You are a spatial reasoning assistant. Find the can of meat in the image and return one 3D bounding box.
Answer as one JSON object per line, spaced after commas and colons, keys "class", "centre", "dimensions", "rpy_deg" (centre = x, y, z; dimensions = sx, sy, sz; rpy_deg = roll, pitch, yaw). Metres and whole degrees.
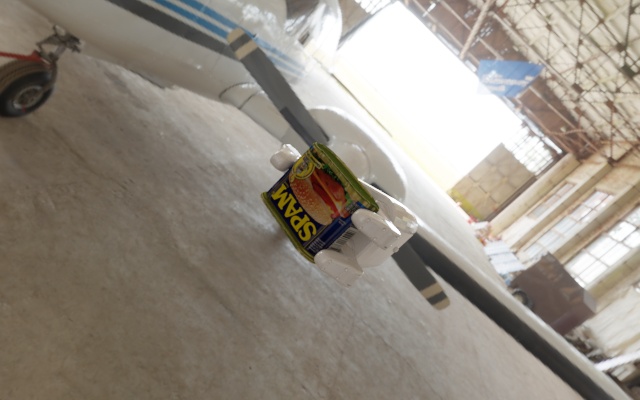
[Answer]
{"class": "can of meat", "centre": [0.000, 0.001, 0.495], "dimensions": [0.084, 0.102, 0.057], "rpy_deg": [-45, -30, 13]}
